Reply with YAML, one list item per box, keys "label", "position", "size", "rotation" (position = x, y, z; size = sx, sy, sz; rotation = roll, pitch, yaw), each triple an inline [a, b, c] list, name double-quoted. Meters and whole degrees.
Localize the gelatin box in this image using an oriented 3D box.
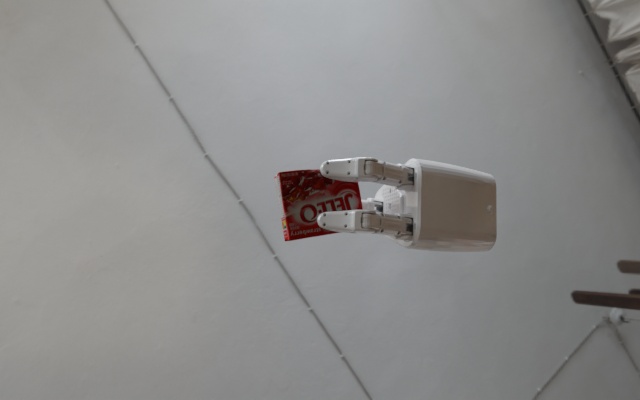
- label: "gelatin box"
  position: [0.000, 0.002, 0.518]
  size: [0.089, 0.073, 0.030]
  rotation: [-8, -5, -16]
